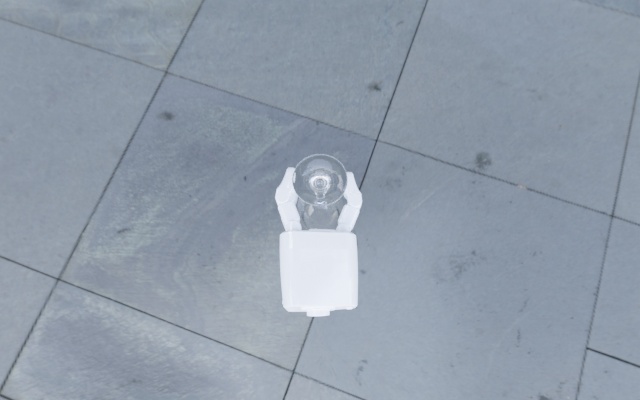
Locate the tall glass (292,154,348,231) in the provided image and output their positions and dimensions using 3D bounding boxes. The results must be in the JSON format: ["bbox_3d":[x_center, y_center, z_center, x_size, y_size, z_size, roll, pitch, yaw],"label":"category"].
[{"bbox_3d":[0.000,0.002,0.731,0.079,0.079,0.201,0,-17,1],"label":"tall glass"}]
